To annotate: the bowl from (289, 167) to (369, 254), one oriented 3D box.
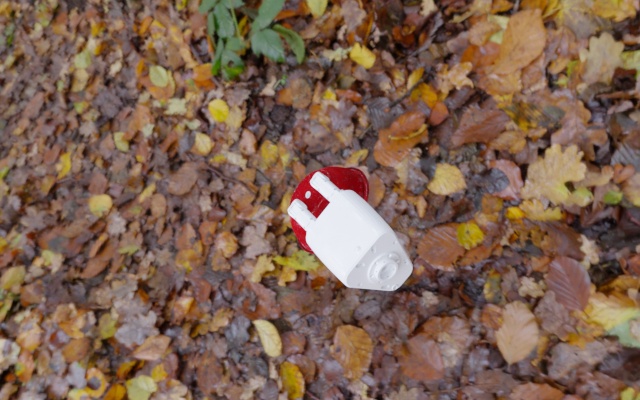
[{"bbox_3d":[-0.001,0.002,0.773,0.055,0.162,0.162,35,-20,-32],"label":"bowl"}]
